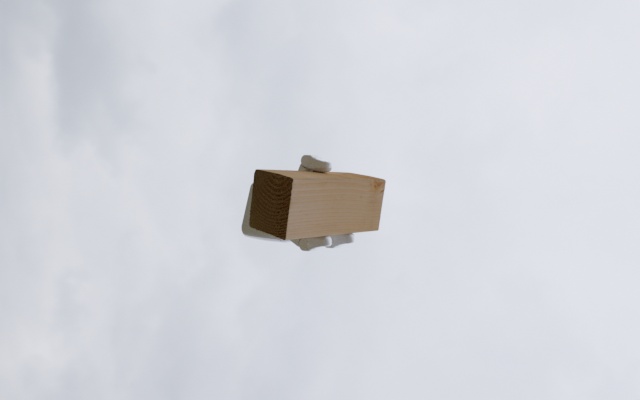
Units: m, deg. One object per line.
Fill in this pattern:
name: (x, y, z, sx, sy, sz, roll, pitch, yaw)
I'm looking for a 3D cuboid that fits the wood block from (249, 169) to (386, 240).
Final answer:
wood block: (0.000, 0.002, 0.756, 0.206, 0.091, 0.090, -2, 12, -45)
